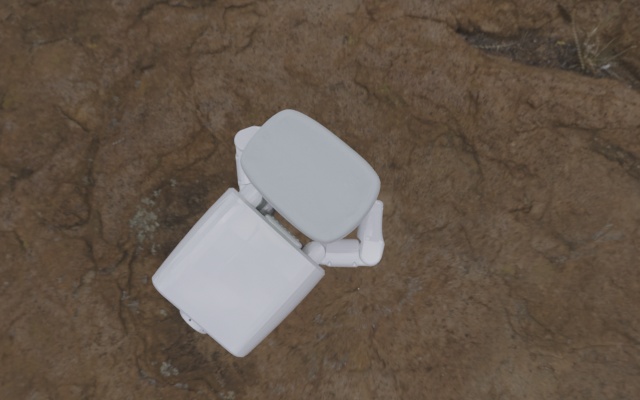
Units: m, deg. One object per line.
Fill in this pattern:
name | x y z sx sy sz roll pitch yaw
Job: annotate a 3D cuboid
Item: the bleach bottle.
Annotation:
bleach bottle | 0.000 0.001 0.451 0.102 0.068 0.251 42 -4 10
